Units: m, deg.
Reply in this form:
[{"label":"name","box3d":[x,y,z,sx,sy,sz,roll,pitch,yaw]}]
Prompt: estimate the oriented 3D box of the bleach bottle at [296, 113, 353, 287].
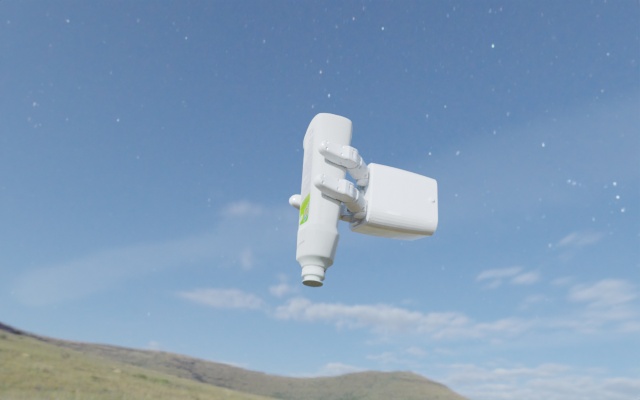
[{"label":"bleach bottle","box3d":[0.000,0.002,0.685,0.068,0.250,0.103,11,-29,-9]}]
